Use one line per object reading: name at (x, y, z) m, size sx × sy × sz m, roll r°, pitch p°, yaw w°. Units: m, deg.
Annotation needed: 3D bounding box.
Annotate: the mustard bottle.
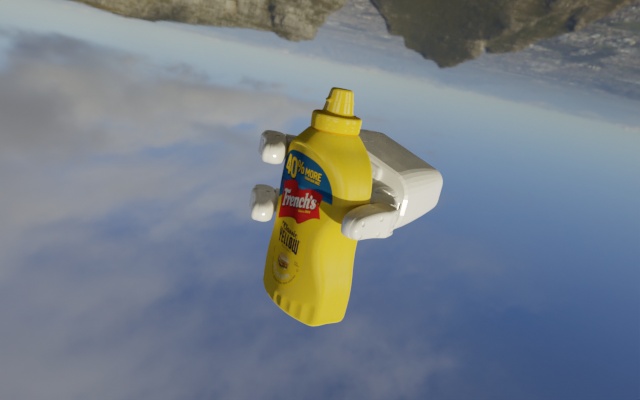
mustard bottle at (0.000, 0.002, 0.407) m, size 0.058 × 0.192 × 0.096 m, roll 1°, pitch 20°, yaw -33°
